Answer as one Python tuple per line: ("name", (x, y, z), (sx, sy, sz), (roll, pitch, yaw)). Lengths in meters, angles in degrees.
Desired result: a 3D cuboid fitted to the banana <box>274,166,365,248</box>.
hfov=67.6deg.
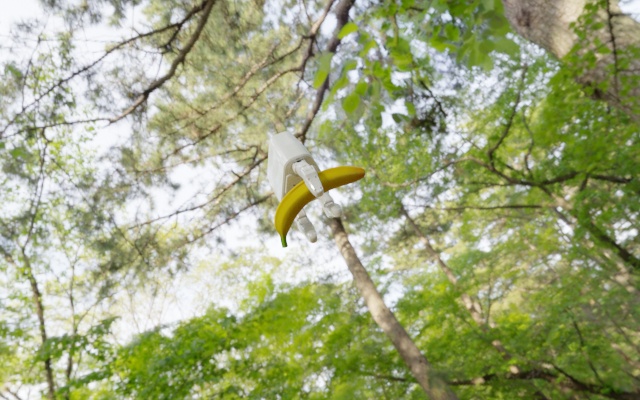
("banana", (-0.013, -0.007, 0.828), (0.198, 0.070, 0.037), (-42, 27, 0))
